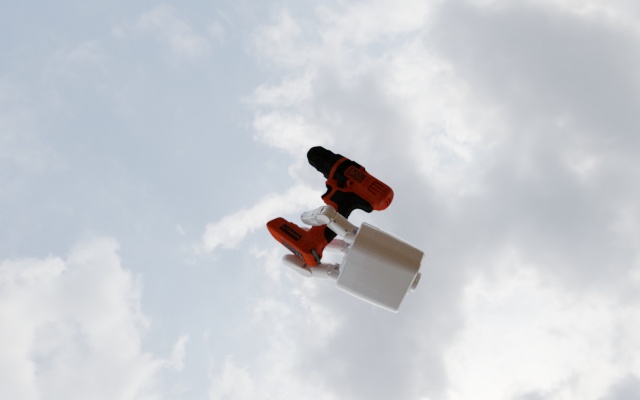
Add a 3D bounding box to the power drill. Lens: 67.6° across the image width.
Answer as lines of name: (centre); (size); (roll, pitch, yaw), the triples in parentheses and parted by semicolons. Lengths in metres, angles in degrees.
power drill: (0.000, 0.003, 0.798); (0.184, 0.187, 0.057); (34, -18, 32)
